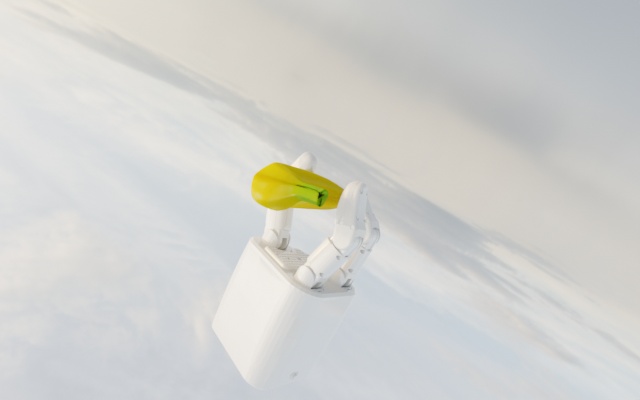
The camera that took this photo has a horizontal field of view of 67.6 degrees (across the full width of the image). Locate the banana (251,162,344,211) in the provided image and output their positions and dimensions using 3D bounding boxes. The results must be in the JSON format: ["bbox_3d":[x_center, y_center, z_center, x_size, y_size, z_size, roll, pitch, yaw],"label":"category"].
[{"bbox_3d":[-0.017,-0.007,0.413,0.069,0.037,0.198,26,5,7],"label":"banana"}]
